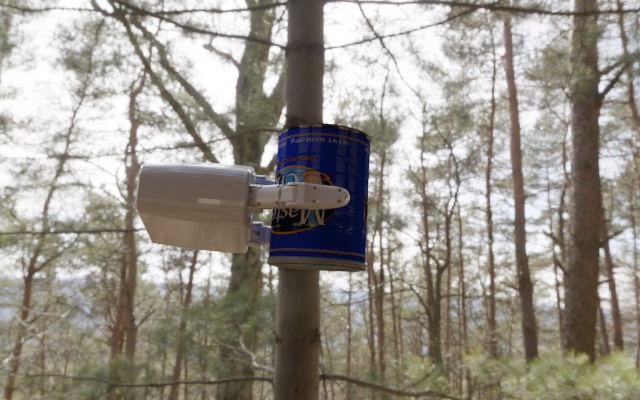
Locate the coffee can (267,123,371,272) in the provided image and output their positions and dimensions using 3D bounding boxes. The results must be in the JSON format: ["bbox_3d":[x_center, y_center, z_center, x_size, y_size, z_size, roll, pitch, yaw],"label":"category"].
[{"bbox_3d":[0.000,0.002,0.508,0.103,0.140,0.103,3,-11,1],"label":"coffee can"}]
